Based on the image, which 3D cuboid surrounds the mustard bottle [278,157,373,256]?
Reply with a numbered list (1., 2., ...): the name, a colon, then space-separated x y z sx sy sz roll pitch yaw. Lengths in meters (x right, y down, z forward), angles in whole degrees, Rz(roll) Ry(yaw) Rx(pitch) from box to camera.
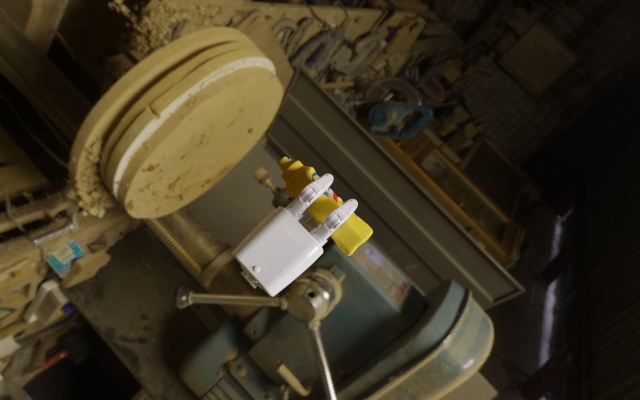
1. mustard bottle: 0.001 0.003 0.782 0.058 0.191 0.096 -45 -6 11
